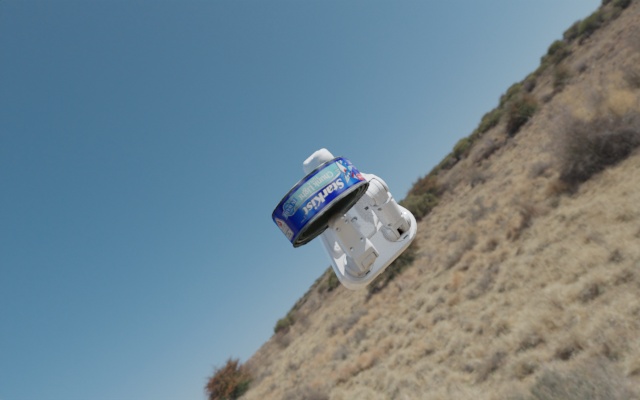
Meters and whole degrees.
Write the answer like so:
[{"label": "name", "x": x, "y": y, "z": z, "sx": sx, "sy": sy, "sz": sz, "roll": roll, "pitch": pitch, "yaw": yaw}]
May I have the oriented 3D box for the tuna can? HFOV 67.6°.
[{"label": "tuna can", "x": 0.000, "y": 0.001, "z": 0.415, "sx": 0.086, "sy": 0.033, "sz": 0.086, "roll": -39, "pitch": -11, "yaw": -9}]
